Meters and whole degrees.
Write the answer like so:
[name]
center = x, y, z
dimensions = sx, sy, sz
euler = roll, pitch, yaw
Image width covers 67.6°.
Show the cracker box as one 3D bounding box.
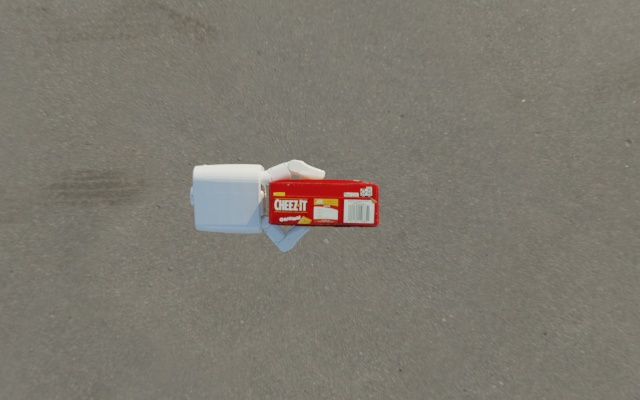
[cracker box]
center = 0.000, 0.003, 0.798
dimensions = 0.164, 0.072, 0.213
euler = 1, 1, -3
